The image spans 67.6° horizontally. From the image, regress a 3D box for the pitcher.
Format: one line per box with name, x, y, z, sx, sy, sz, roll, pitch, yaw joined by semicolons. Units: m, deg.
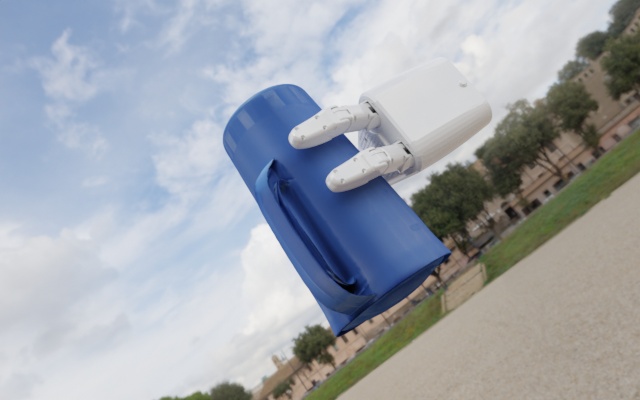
pitcher;0.000;0.001;0.472;0.145;0.242;0.149;-31;-19;-19
